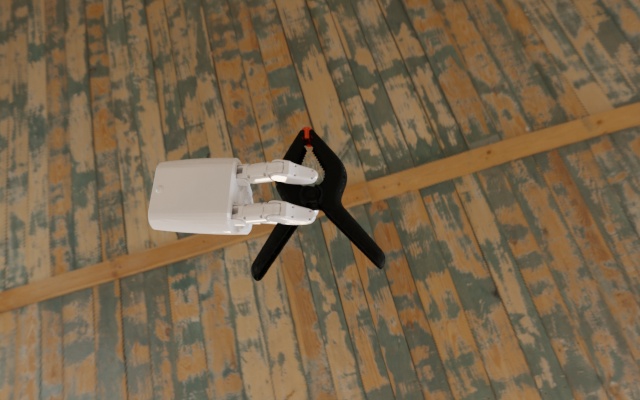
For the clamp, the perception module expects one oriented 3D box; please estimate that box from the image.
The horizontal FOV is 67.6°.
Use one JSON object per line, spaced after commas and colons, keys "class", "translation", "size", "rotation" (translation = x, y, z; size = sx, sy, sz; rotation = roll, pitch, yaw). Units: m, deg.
{"class": "clamp", "translation": [0.000, 0.002, 0.618], "size": [0.164, 0.210, 0.036], "rotation": [1, -22, 4]}
